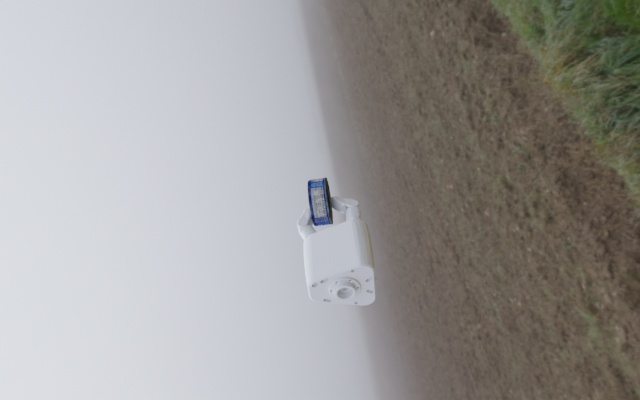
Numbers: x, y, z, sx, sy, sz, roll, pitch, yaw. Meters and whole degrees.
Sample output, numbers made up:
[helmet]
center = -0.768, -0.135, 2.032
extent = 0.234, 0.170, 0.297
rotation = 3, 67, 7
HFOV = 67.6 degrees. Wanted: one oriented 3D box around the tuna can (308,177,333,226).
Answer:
[tuna can]
center = 0.000, 0.003, 0.857
extent = 0.034, 0.086, 0.086
rotation = -8, -1, 5
